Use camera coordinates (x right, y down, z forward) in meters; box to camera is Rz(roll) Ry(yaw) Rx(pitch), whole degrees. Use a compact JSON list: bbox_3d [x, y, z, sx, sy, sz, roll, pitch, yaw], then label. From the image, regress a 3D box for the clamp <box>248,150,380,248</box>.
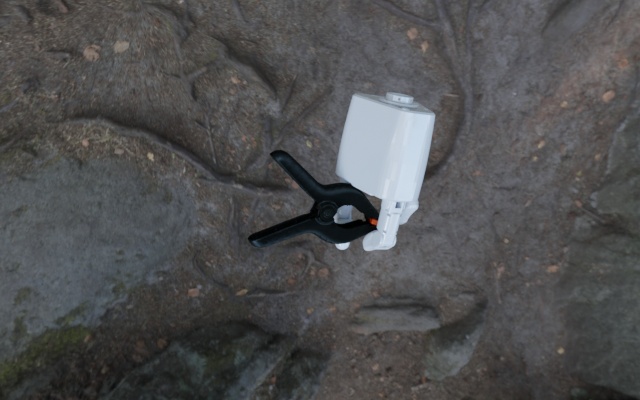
[{"bbox_3d":[0.000,0.002,0.590,0.171,0.120,0.039,2,21,-21],"label":"clamp"}]
